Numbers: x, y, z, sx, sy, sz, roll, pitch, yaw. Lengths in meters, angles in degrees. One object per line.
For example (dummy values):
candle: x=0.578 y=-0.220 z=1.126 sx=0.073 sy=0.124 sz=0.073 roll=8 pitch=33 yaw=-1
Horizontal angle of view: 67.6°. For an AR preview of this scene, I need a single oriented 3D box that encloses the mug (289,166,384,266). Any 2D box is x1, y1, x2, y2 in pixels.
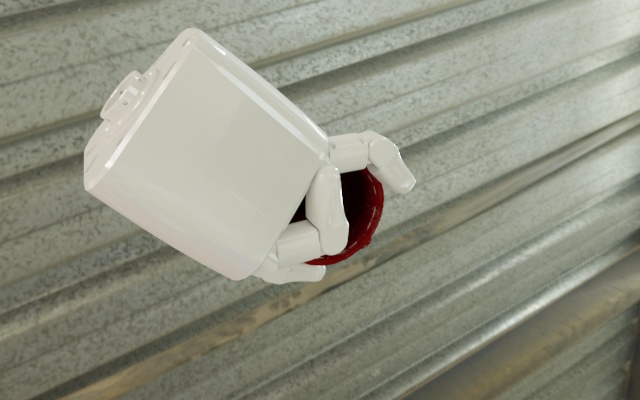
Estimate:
mug: x=0.001 y=0.002 z=0.407 sx=0.117 sy=0.093 sz=0.081 roll=39 pitch=0 yaw=-34
